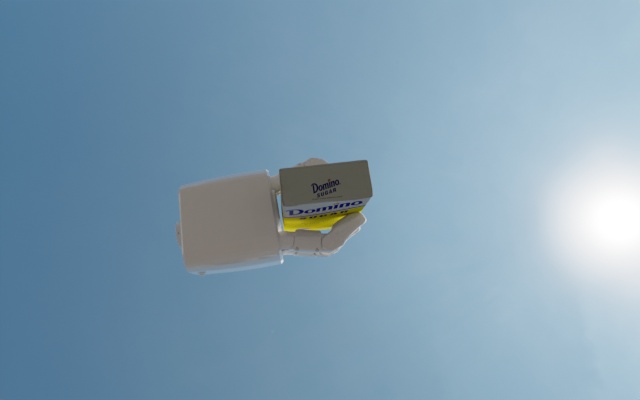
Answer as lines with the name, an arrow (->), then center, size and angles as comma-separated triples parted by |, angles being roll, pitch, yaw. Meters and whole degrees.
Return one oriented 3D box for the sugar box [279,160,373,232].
sugar box -> 0.000, 0.002, 0.556 | 0.093, 0.048, 0.176 | -6, -10, -4
